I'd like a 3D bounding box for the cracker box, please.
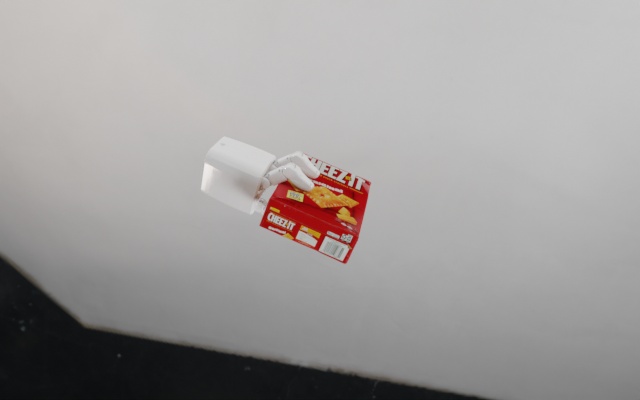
[{"bbox_3d":[0.000,0.003,0.882,0.164,0.072,0.213,24,30,-1],"label":"cracker box"}]
